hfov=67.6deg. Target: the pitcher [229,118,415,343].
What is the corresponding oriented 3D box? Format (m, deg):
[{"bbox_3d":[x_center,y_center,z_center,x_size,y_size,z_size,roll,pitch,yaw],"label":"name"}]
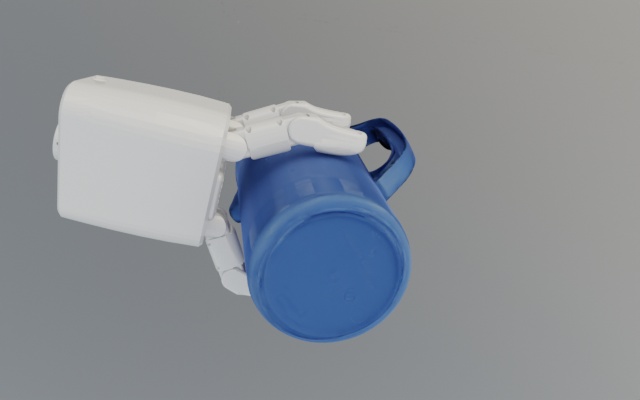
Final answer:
[{"bbox_3d":[0.000,0.001,0.409,0.145,0.149,0.242,13,18,-13],"label":"pitcher"}]
